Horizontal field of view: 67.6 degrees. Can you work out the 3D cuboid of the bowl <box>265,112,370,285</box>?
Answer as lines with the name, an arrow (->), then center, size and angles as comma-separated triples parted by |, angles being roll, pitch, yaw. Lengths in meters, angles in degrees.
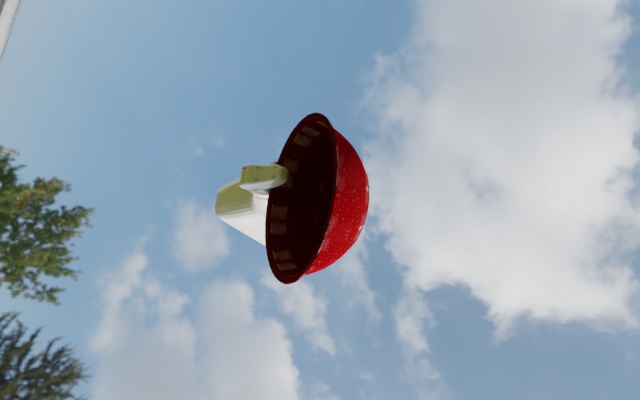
bowl -> 0.001, 0.002, 0.456 | 0.055, 0.162, 0.162 | 11, -5, -24
